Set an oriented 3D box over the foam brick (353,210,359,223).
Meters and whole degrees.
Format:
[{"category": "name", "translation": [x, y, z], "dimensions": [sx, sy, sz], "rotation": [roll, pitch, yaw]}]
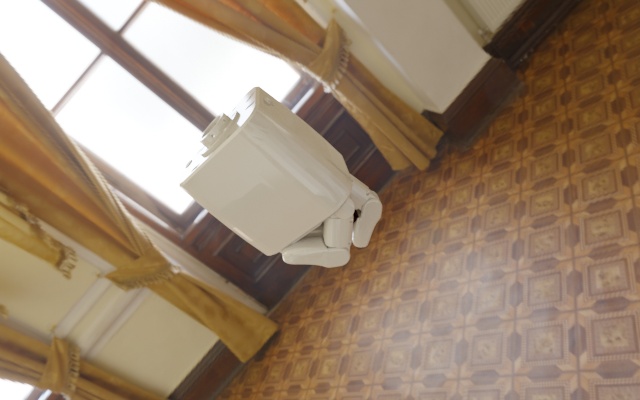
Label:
[{"category": "foam brick", "translation": [0.000, 0.002, 0.503], "dimensions": [0.051, 0.053, 0.078], "rotation": [39, 16, -23]}]
